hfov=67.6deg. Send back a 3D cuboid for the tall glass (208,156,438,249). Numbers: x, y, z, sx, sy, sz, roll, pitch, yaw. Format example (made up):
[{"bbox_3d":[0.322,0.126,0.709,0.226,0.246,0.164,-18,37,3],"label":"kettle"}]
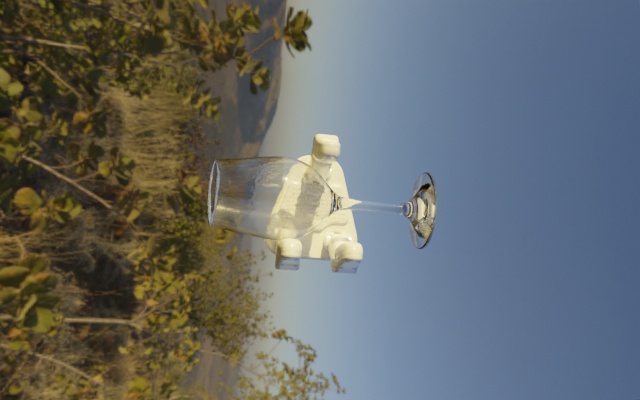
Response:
[{"bbox_3d":[0.001,0.001,0.447,0.201,0.079,0.079,5,-1,-7],"label":"tall glass"}]
